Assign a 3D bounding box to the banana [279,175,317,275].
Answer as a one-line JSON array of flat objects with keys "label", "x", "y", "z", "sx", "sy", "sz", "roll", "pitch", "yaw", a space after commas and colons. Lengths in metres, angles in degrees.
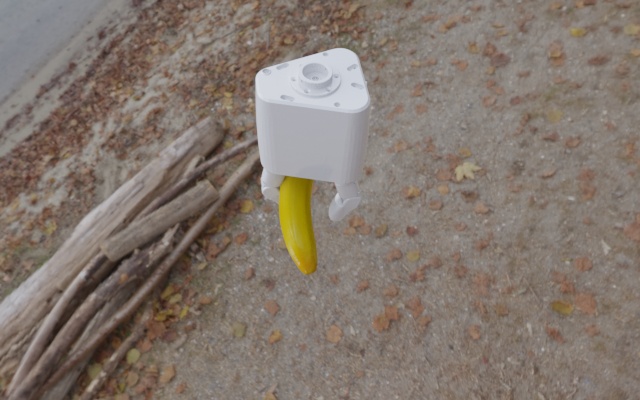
[{"label": "banana", "x": -0.016, "y": -0.008, "z": 0.569, "sx": 0.069, "sy": 0.197, "sz": 0.037, "roll": 23, "pitch": -38, "yaw": -10}]
